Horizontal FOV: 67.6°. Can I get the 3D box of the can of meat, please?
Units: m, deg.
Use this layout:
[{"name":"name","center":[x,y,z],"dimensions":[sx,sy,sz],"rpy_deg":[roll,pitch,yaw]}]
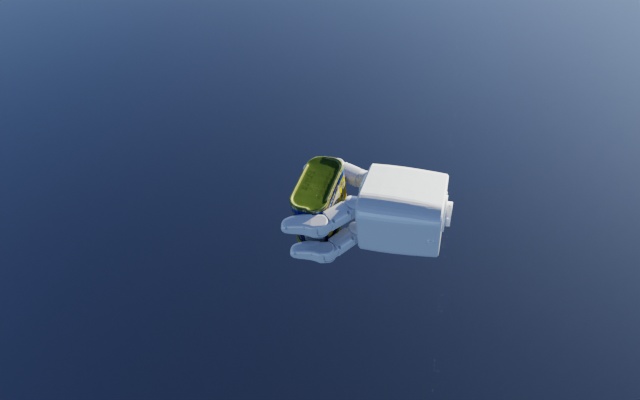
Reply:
[{"name":"can of meat","center":[0.000,0.002,0.651],"dimensions":[0.057,0.102,0.084],"rpy_deg":[11,-37,17]}]
